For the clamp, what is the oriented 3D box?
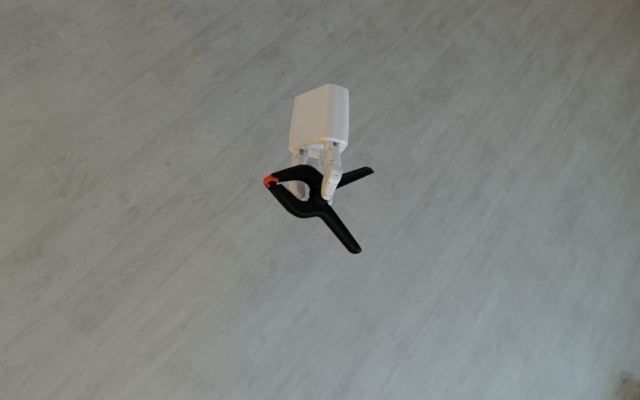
[{"bbox_3d":[0.000,0.002,0.832,0.210,0.164,0.036,10,-15,-26],"label":"clamp"}]
